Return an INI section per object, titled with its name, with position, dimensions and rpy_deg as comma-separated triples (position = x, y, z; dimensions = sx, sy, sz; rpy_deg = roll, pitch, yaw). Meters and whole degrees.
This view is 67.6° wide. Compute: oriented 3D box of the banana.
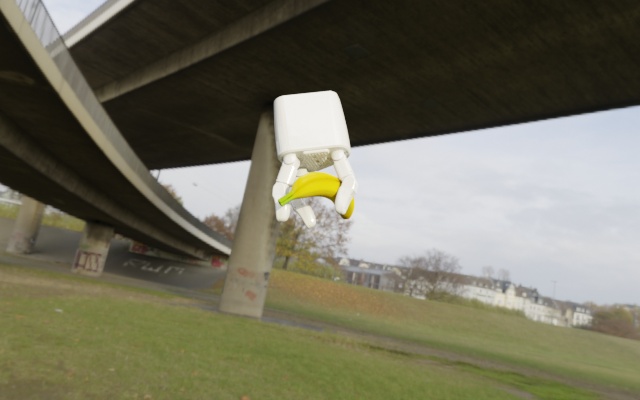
[banana]
position = 0.011, -0.009, 0.763
dimensions = 0.070, 0.037, 0.198
rpy_deg = -41, -29, 22
